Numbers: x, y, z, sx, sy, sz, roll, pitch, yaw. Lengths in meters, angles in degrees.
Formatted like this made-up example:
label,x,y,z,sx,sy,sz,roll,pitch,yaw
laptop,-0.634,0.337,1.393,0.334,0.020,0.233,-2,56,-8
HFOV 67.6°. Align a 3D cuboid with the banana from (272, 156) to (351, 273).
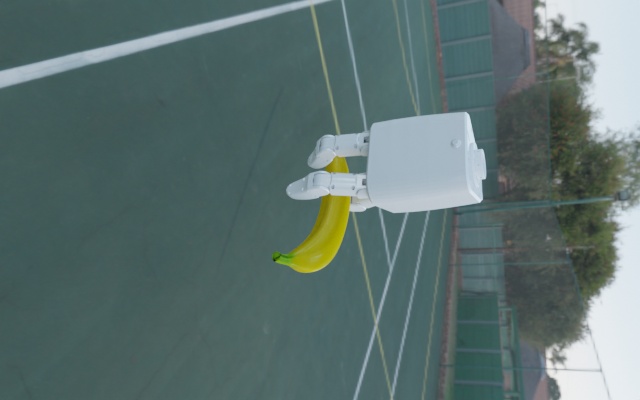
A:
label,x,y,z,sx,sy,sz,roll,pitch,yaw
banana,0.006,0.018,0.570,0.037,0.070,0.197,-7,38,30
